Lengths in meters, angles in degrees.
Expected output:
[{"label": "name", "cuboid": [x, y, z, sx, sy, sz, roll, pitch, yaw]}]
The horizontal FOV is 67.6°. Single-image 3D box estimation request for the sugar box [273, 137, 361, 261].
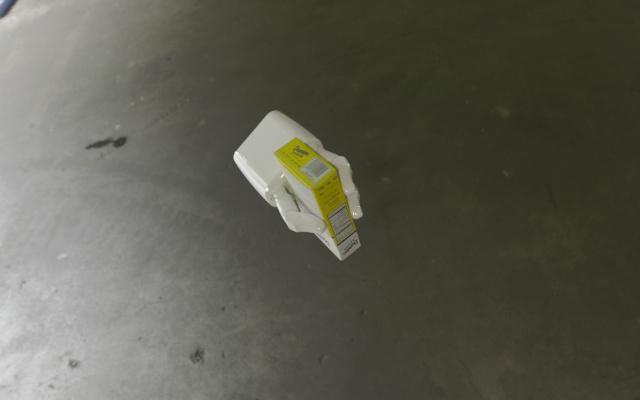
[{"label": "sugar box", "cuboid": [0.000, 0.002, 0.673, 0.093, 0.048, 0.176, 43, -14, 37]}]
